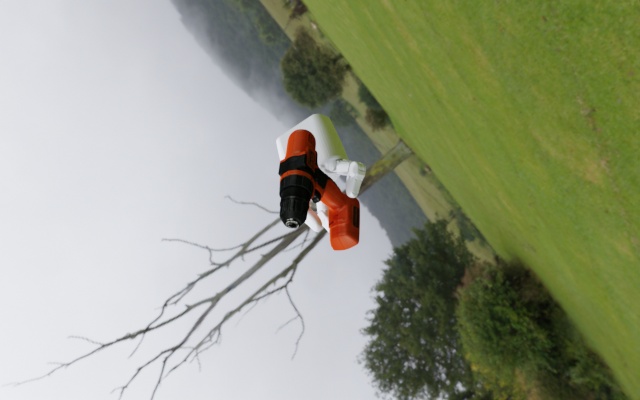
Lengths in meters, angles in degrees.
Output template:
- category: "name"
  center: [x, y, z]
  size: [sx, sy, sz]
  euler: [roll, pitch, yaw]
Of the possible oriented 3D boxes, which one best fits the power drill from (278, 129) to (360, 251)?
- category: "power drill"
  center: [0.000, 0.003, 0.766]
  size: [0.057, 0.184, 0.188]
  euler: [-16, -43, 25]
